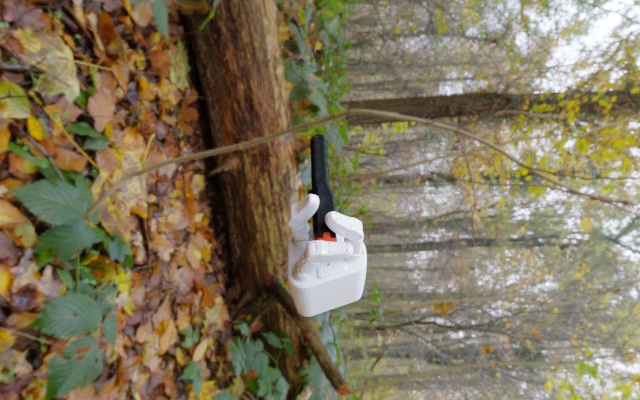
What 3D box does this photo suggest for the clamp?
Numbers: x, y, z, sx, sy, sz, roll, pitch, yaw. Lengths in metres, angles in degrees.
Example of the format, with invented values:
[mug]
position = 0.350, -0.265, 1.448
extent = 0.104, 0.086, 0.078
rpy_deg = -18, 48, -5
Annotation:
[clamp]
position = 0.001, 0.002, 0.689
extent = 0.039, 0.171, 0.120
rpy_deg = -3, -38, 0
